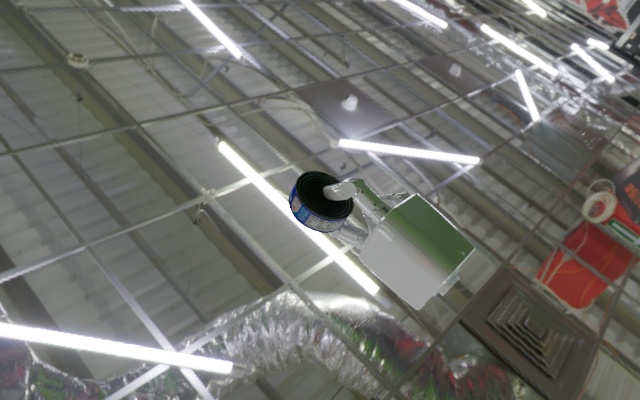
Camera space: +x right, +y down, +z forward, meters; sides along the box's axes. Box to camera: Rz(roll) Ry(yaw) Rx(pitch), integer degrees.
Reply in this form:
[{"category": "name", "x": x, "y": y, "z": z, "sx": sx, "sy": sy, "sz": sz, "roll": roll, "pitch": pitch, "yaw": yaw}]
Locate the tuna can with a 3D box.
[{"category": "tuna can", "x": 0.000, "y": 0.002, "z": 0.651, "sx": 0.086, "sy": 0.086, "sz": 0.034, "roll": 0, "pitch": -40, "yaw": -32}]
